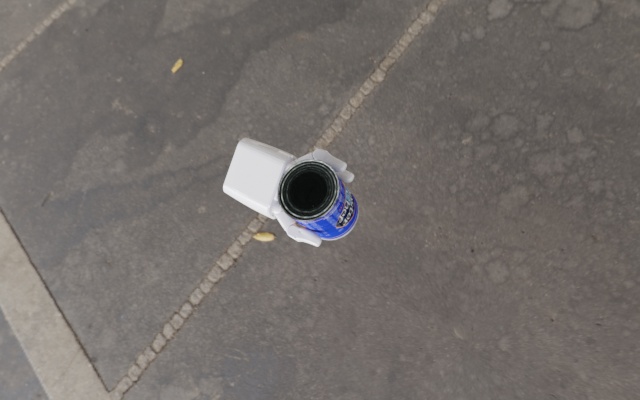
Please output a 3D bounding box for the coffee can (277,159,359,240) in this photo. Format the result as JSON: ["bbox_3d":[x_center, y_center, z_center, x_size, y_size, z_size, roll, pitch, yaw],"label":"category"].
[{"bbox_3d":[0.000,0.003,0.804,0.103,0.102,0.140,0,-16,17],"label":"coffee can"}]
